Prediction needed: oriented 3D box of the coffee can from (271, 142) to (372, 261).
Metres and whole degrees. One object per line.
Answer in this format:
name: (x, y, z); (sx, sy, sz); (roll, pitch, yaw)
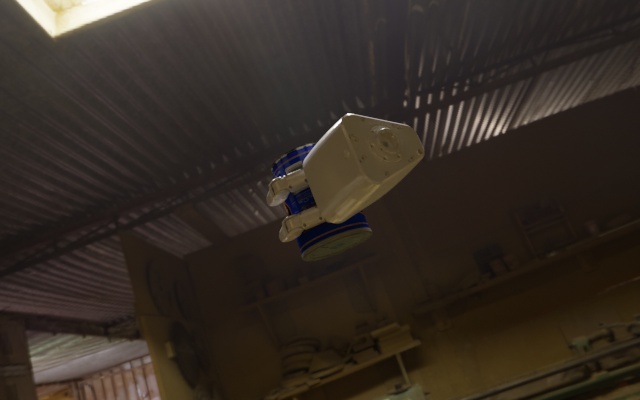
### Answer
coffee can: (0.000, 0.002, 0.677); (0.103, 0.140, 0.103); (-19, -16, -6)
